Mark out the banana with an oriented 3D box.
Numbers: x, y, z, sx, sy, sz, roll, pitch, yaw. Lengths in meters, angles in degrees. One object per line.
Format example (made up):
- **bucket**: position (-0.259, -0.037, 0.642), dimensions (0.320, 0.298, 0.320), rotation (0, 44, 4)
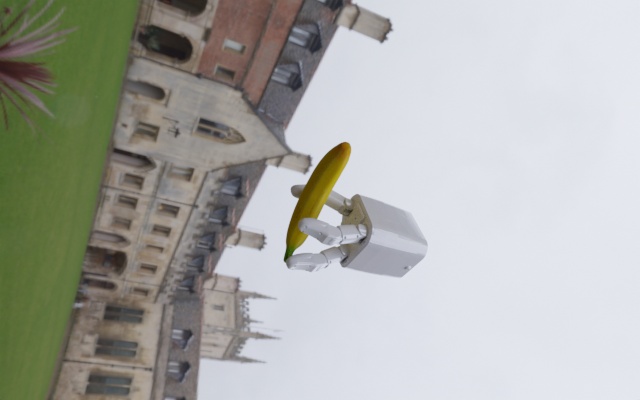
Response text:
- **banana**: position (-0.005, -0.003, 0.689), dimensions (0.037, 0.198, 0.069), rotation (18, 21, -21)
